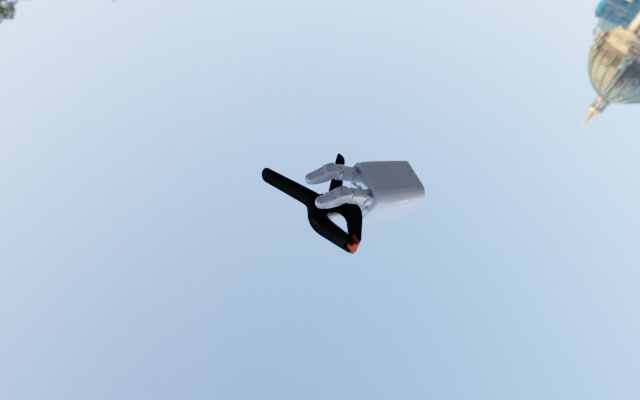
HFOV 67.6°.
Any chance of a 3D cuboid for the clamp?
[{"bbox_3d":[0.000,0.004,0.812,0.164,0.209,0.036,-9,-38,-22],"label":"clamp"}]
